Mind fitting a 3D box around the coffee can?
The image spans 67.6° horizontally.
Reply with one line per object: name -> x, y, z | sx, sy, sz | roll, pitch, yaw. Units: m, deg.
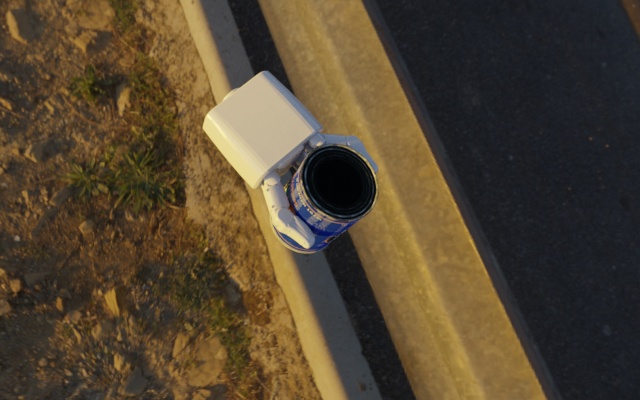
coffee can -> 0.000, 0.002, 0.632 | 0.103, 0.102, 0.140 | 0, -21, -22
